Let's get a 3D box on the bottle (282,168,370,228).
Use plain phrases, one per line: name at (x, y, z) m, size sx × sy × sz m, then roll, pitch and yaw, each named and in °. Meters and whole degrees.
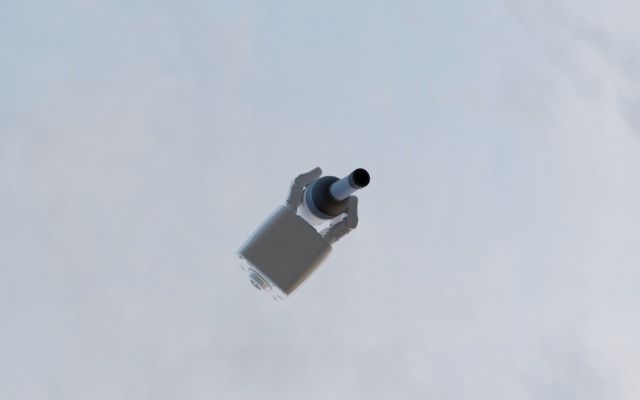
bottle at (0.000, 0.003, 0.777) m, size 0.069 × 0.069 × 0.296 m, roll 0°, pitch -13°, yaw -23°
